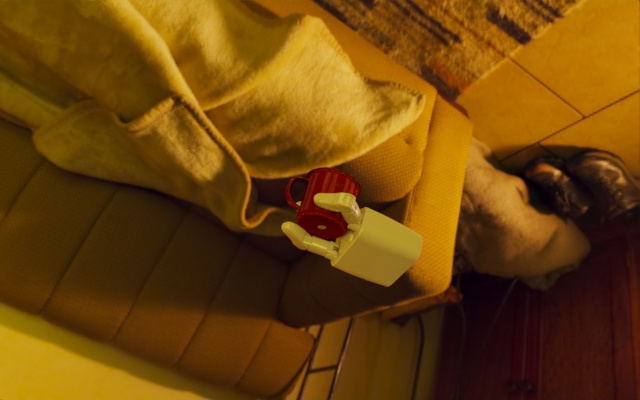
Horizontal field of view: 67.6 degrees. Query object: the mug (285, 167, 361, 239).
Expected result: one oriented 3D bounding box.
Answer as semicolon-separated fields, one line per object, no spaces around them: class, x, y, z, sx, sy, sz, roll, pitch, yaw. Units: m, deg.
mug;-0.001;0.002;0.750;0.117;0.081;0.093;25;-31;-13
